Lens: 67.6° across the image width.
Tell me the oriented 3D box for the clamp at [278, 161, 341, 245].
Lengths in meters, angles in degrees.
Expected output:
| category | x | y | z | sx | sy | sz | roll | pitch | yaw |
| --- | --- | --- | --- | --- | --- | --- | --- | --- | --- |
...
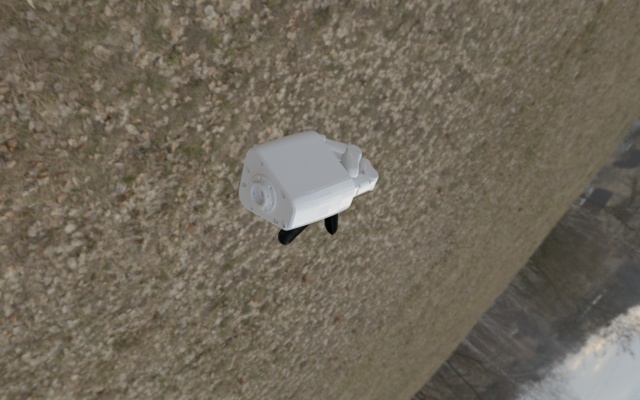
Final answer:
| category | x | y | z | sx | sy | sz | roll | pitch | yaw |
| --- | --- | --- | --- | --- | --- | --- | --- | --- | --- |
| clamp | 0.001 | 0.003 | 0.728 | 0.120 | 0.172 | 0.039 | -22 | 52 | -41 |
